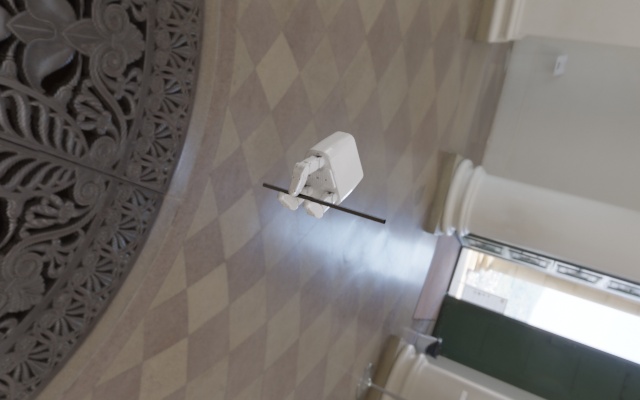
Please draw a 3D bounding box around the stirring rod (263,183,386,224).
[{"bbox_3d":[0.000,0.003,0.821,0.239,0.011,0.011,17,7,26],"label":"stirring rod"}]
